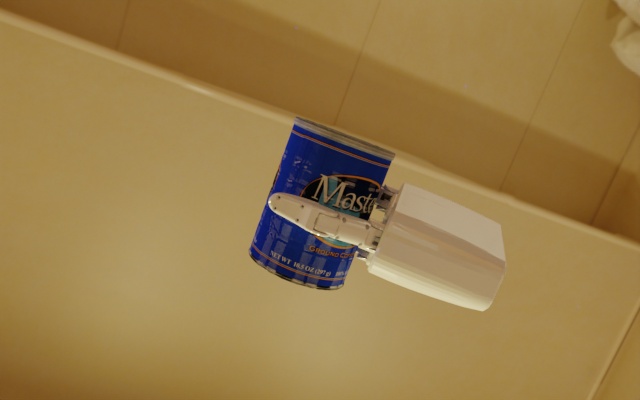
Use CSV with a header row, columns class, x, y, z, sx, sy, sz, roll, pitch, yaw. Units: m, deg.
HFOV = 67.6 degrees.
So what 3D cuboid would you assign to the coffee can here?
class,x,y,z,sx,sy,sz,roll,pitch,yaw
coffee can,0.000,0.001,0.469,0.103,0.140,0.103,20,10,-4
